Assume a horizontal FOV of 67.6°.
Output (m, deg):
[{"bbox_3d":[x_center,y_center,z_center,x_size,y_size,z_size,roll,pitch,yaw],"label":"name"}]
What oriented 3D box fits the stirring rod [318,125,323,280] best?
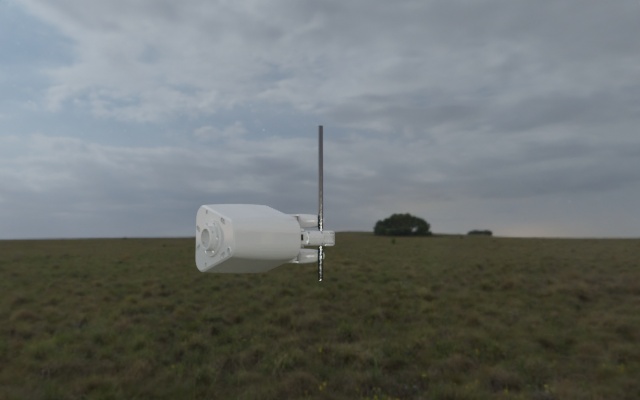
[{"bbox_3d":[0.000,0.003,0.742,0.011,0.239,0.011,0,-5,0],"label":"stirring rod"}]
